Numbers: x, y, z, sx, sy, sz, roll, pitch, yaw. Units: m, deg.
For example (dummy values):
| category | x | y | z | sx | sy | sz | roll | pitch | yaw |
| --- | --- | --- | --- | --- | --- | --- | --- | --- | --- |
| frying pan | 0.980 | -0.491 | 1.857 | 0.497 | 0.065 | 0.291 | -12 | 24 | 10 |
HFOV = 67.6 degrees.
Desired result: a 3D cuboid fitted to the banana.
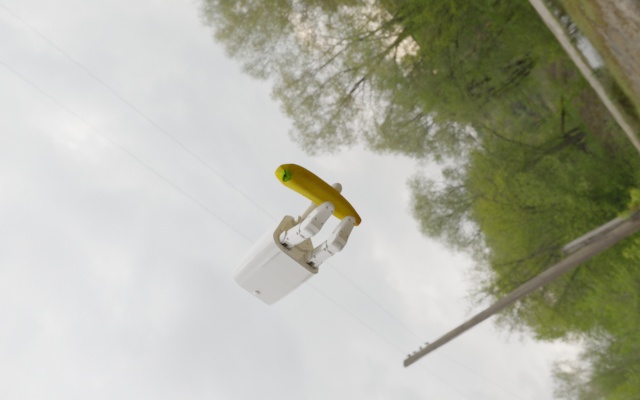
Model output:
| category | x | y | z | sx | sy | sz | roll | pitch | yaw |
| --- | --- | --- | --- | --- | --- | --- | --- | --- | --- |
| banana | -0.009 | -0.012 | 0.724 | 0.037 | 0.069 | 0.198 | -42 | -40 | 17 |
